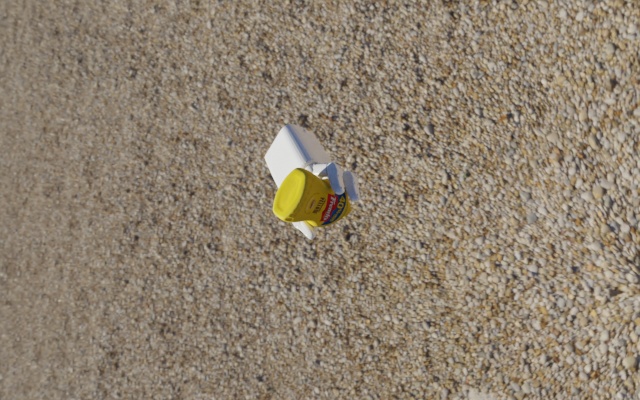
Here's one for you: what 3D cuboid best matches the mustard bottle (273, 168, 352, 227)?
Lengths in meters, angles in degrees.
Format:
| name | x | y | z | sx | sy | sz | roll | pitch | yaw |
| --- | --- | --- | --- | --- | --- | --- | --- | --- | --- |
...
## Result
| name | x | y | z | sx | sy | sz | roll | pitch | yaw |
| --- | --- | --- | --- | --- | --- | --- | --- | --- | --- |
| mustard bottle | 0.000 | 0.003 | 0.898 | 0.058 | 0.096 | 0.192 | 34 | 11 | 35 |
